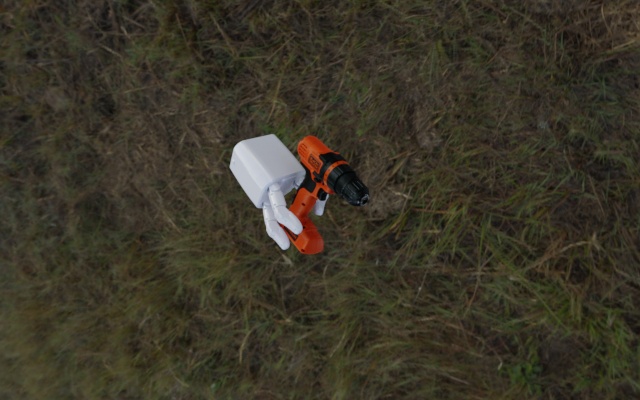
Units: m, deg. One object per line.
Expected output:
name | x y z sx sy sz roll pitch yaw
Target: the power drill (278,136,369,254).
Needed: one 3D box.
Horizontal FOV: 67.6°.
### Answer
power drill | 0.000 0.003 0.857 0.057 0.188 0.184 -2 37 -39
